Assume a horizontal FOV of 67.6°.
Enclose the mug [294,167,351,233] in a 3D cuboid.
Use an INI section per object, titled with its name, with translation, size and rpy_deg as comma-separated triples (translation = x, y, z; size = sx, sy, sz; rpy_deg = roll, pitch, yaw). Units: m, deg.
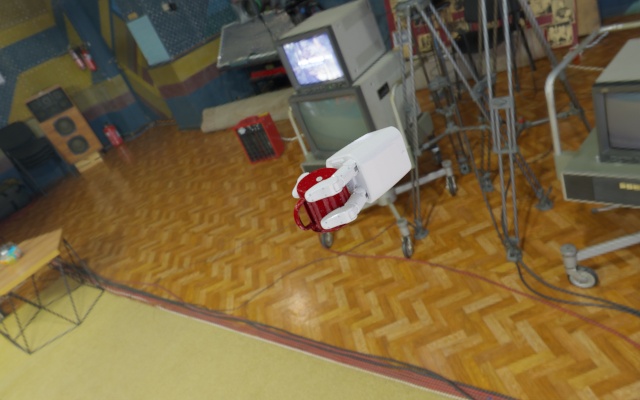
[mug]
translation = -0.001, 0.003, 0.820
size = 0.117, 0.081, 0.093
rpy_deg = -37, 30, -24
